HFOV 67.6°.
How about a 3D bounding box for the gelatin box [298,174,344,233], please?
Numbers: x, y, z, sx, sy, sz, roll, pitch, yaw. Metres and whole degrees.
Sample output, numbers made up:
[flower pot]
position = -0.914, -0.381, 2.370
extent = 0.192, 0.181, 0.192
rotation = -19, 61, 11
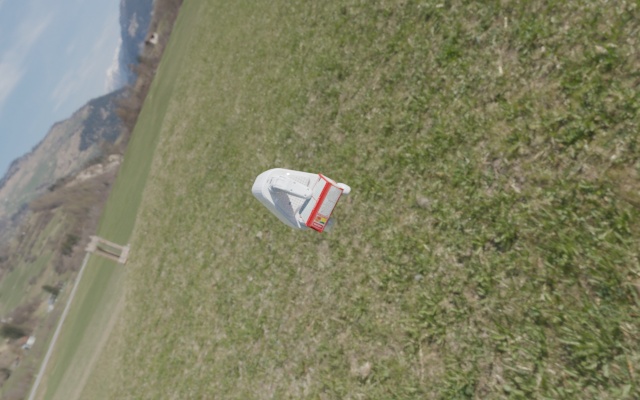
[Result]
[gelatin box]
position = 0.000, 0.002, 0.726
extent = 0.030, 0.073, 0.089
rotation = 26, 5, -13
